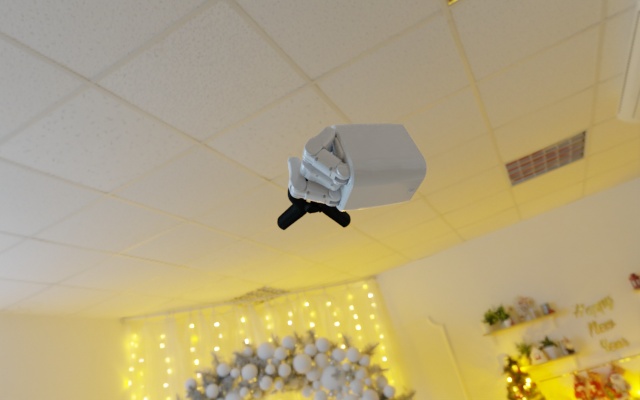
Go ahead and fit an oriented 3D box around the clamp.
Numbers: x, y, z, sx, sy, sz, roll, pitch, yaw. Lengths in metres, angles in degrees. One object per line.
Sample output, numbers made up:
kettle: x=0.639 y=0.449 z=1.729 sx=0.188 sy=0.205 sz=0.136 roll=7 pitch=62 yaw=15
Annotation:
clamp: x=0.000 y=0.002 z=0.731 sx=0.120 sy=0.039 sz=0.171 roll=-3 pitch=-26 yaw=-13
